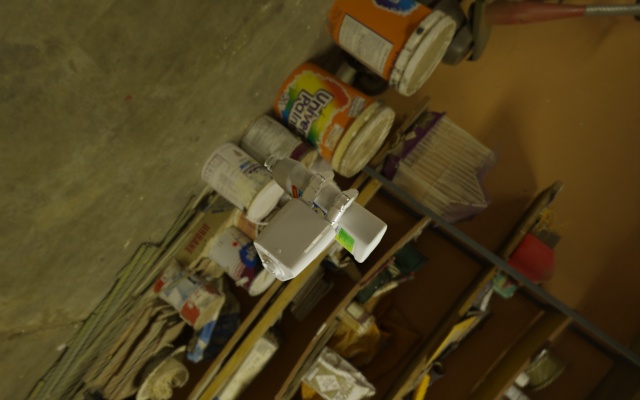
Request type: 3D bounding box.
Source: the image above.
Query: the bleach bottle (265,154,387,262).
[{"bbox_3d":[0.000,0.003,0.875,0.251,0.068,0.103,38,-23,13],"label":"bleach bottle"}]
